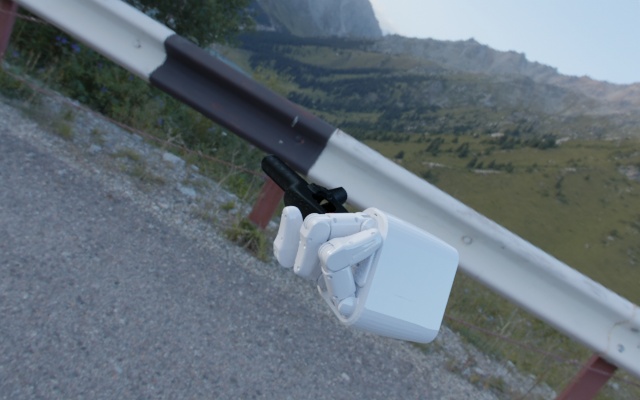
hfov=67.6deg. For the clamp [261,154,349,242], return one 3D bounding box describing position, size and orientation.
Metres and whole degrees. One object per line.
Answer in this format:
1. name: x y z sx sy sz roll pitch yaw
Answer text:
1. clamp: 0.000 0.001 0.551 0.120 0.039 0.171 16 21 -25
